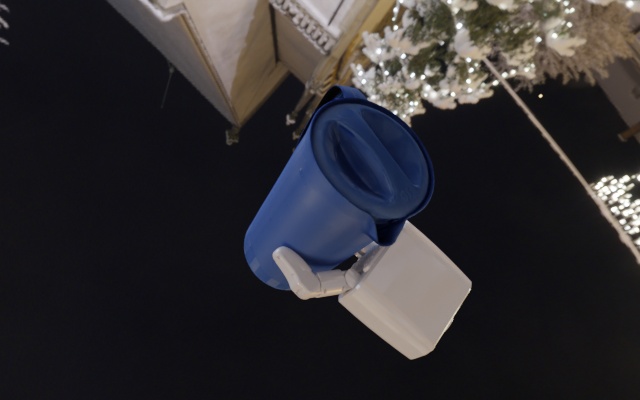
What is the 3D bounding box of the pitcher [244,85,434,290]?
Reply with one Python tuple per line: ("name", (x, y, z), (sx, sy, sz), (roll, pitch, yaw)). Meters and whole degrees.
("pitcher", (0.000, 0.002, 0.533), (0.149, 0.145, 0.243), (-51, 3, -40))
